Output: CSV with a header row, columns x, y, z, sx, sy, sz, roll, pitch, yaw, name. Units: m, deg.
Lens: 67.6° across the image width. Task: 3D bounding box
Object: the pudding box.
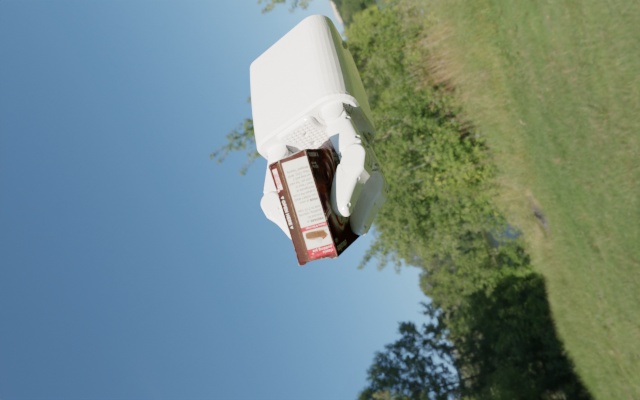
x,y,z,sx,sy,sz,roll,pitch,yaw,name
0.000,0.001,0.427,0.039,0.090,0.113,-17,1,18,pudding box
